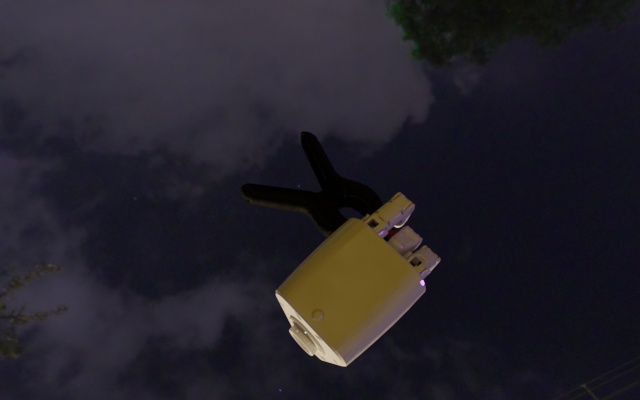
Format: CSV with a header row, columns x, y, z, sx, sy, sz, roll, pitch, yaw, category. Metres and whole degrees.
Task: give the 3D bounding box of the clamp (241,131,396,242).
x,y,z,sx,sy,sz,roll,pitch,yaw,category
0.000,0.002,0.527,0.120,0.171,0.039,-40,-23,-22,clamp
